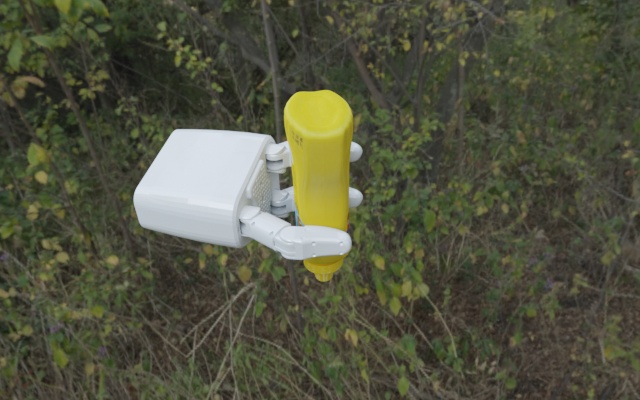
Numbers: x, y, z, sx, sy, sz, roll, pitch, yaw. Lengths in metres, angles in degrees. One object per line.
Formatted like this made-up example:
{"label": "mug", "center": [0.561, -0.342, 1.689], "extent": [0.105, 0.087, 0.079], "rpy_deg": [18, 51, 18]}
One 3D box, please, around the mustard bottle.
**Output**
{"label": "mustard bottle", "center": [0.000, 0.001, 0.453], "extent": [0.058, 0.192, 0.096], "rpy_deg": [-6, 34, -6]}
